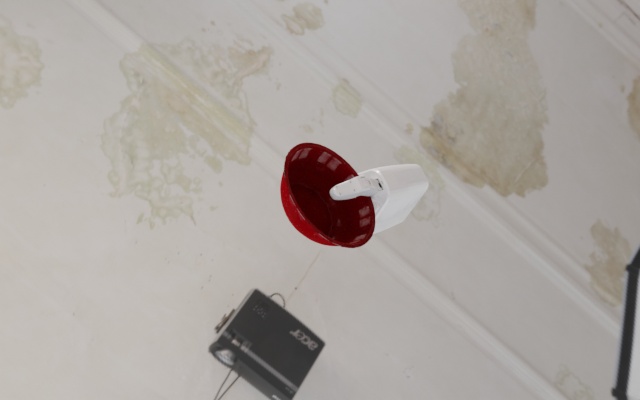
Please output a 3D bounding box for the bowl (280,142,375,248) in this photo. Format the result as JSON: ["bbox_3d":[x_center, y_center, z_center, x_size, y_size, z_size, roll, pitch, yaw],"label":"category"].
[{"bbox_3d":[-0.001,0.002,0.655,0.162,0.162,0.055,0,-29,-47],"label":"bowl"}]
